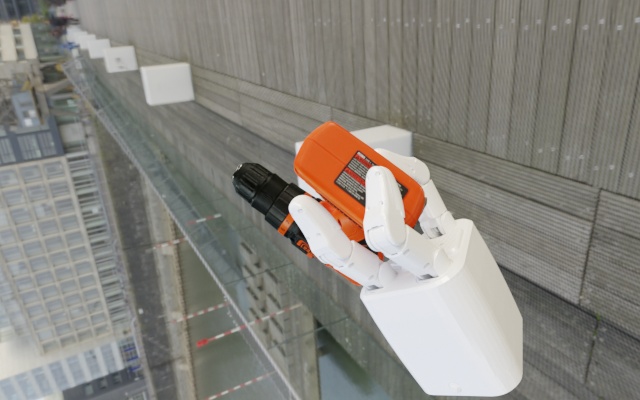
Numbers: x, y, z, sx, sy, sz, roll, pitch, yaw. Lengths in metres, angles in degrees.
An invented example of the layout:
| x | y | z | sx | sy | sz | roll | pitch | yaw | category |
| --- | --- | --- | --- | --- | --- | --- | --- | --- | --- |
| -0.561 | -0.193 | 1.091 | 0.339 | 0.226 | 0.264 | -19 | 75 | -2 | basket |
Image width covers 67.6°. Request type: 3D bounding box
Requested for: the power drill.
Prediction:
| x | y | z | sx | sy | sz | roll | pitch | yaw | category |
| --- | --- | --- | --- | --- | --- | --- | --- | --- | --- |
| 0.000 | 0.002 | 0.440 | 0.184 | 0.057 | 0.188 | 35 | -20 | -1 | power drill |
